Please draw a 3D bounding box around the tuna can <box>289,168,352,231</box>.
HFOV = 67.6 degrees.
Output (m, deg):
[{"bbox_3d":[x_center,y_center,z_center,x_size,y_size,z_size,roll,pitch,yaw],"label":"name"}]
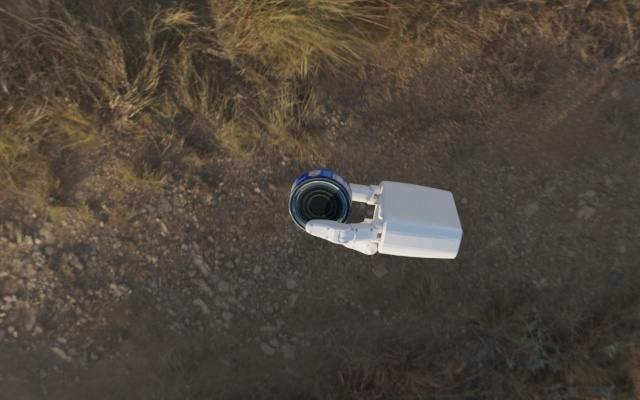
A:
[{"bbox_3d":[0.000,0.002,0.646,0.086,0.086,0.033,0,24,5],"label":"tuna can"}]
